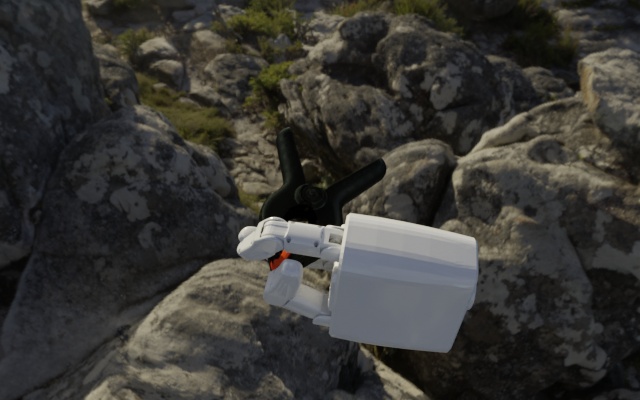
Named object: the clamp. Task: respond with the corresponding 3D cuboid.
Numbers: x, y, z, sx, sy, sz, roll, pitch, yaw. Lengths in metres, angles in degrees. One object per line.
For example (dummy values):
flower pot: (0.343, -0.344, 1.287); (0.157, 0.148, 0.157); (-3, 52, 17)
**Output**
clamp: (0.000, 0.001, 0.464); (0.120, 0.171, 0.039); (9, -35, 5)
